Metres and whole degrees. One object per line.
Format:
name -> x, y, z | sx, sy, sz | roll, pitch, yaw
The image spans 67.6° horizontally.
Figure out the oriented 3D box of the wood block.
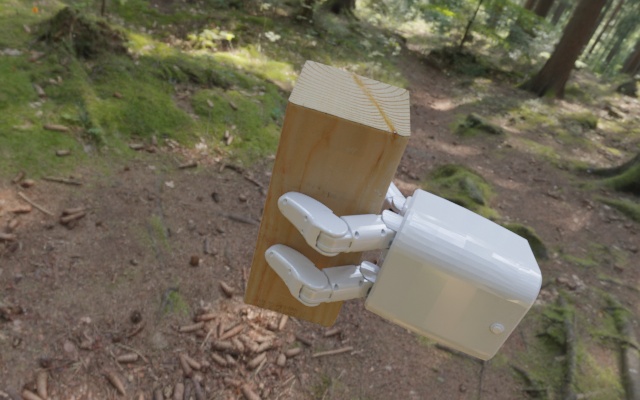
wood block -> 0.001, 0.001, 0.416 | 0.090, 0.206, 0.090 | 16, 35, -2
